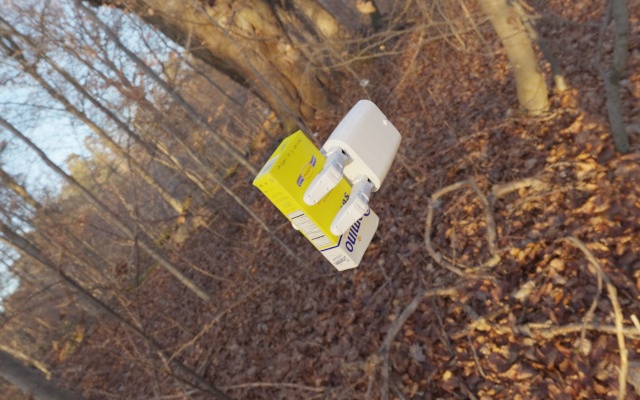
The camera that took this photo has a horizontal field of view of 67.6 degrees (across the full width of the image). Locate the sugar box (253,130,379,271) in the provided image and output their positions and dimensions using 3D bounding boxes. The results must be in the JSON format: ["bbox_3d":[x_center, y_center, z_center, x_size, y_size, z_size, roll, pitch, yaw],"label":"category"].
[{"bbox_3d":[0.000,0.002,0.642,0.176,0.093,0.048,45,-39,-17],"label":"sugar box"}]
